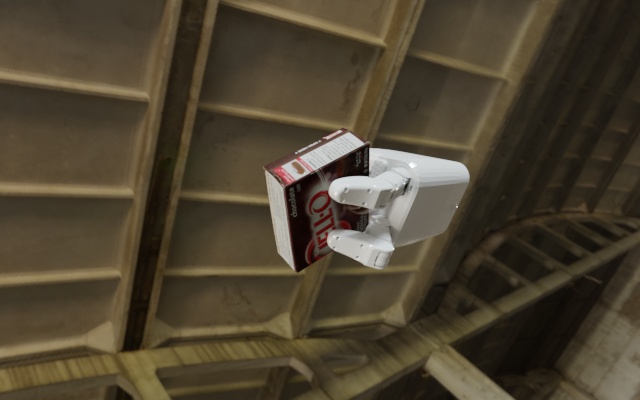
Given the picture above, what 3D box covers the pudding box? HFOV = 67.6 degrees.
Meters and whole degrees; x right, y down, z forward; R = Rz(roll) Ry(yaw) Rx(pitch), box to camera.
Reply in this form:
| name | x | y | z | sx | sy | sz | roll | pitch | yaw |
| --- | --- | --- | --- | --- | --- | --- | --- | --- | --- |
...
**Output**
| name | x | y | z | sx | sy | sz | roll | pitch | yaw |
| --- | --- | --- | --- | --- | --- | --- | --- | --- | --- |
| pudding box | 0.000 | 0.001 | 0.435 | 0.090 | 0.114 | 0.039 | -30 | 47 | -24 |
